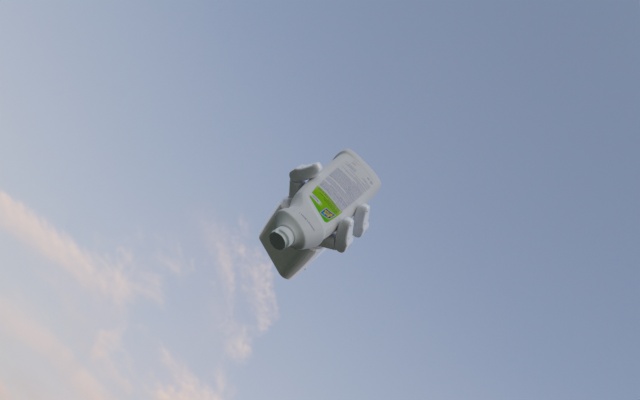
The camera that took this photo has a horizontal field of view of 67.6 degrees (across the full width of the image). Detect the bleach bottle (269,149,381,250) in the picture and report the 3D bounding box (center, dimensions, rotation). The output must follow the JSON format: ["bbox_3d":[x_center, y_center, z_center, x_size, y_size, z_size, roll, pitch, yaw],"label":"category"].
[{"bbox_3d":[0.000,0.003,0.763,0.250,0.102,0.068,-36,-11,-49],"label":"bleach bottle"}]
